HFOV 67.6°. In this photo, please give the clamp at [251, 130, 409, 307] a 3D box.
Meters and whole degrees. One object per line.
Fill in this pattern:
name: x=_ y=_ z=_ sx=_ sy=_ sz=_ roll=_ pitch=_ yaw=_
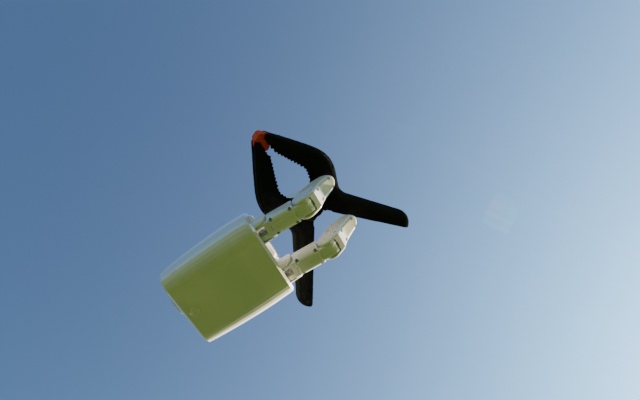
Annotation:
clamp: x=-0.001 y=0.001 z=0.543 sx=0.164 sy=0.210 sz=0.036 roll=-33 pitch=23 yaw=-7
